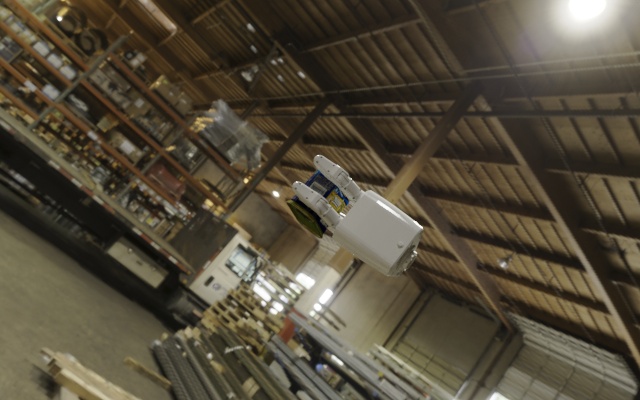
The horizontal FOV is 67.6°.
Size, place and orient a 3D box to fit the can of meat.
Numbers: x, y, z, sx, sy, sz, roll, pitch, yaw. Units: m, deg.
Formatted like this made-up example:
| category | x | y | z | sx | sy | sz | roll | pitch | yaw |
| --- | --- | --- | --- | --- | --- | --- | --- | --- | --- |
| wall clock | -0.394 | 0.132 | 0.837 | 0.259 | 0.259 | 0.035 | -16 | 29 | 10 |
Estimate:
| category | x | y | z | sx | sy | sz | roll | pitch | yaw |
| --- | --- | --- | --- | --- | --- | --- | --- | --- | --- |
| can of meat | 0.000 | 0.002 | 0.782 | 0.057 | 0.084 | 0.102 | 35 | -14 | 25 |
